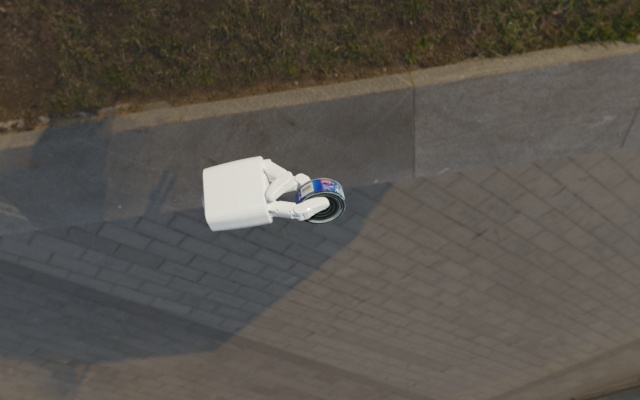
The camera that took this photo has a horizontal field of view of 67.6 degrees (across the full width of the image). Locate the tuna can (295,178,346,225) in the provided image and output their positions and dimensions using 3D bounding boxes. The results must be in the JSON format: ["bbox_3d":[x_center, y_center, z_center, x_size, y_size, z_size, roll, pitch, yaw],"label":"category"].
[{"bbox_3d":[0.000,0.003,0.829,0.086,0.033,0.086,-6,-43,-6],"label":"tuna can"}]
